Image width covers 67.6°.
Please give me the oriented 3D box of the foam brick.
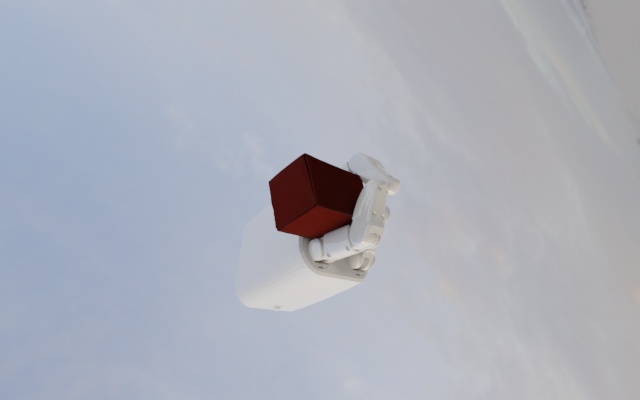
[{"bbox_3d":[0.000,0.001,0.429,0.051,0.053,0.078,-32,-34,33],"label":"foam brick"}]
